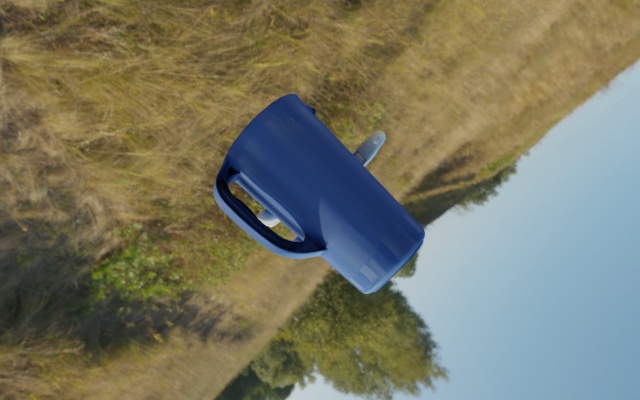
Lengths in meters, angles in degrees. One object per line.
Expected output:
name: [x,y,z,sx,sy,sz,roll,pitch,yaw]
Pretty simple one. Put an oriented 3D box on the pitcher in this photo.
pitcher: [0.000,0.002,0.584,0.243,0.149,0.145,44,12,6]
